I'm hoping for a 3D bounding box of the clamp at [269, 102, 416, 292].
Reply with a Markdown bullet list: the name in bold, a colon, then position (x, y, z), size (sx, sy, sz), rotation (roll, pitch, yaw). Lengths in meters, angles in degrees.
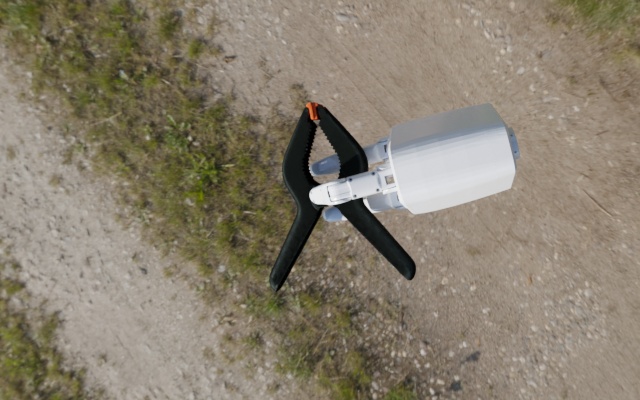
- **clamp**: position (0.000, 0.001, 0.521), size (0.164, 0.210, 0.036), rotation (-14, 4, 13)
